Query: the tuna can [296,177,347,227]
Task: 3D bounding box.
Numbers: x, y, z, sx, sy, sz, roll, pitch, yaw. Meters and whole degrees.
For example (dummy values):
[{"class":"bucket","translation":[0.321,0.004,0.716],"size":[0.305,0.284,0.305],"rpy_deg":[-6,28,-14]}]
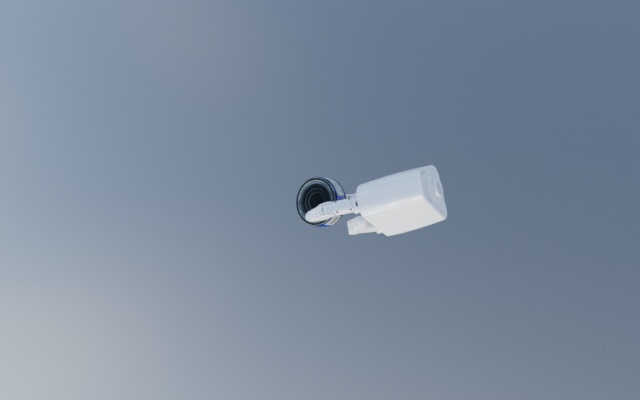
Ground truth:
[{"class":"tuna can","translation":[0.000,0.003,0.816],"size":[0.086,0.086,0.034],"rpy_deg":[0,-4,35]}]
